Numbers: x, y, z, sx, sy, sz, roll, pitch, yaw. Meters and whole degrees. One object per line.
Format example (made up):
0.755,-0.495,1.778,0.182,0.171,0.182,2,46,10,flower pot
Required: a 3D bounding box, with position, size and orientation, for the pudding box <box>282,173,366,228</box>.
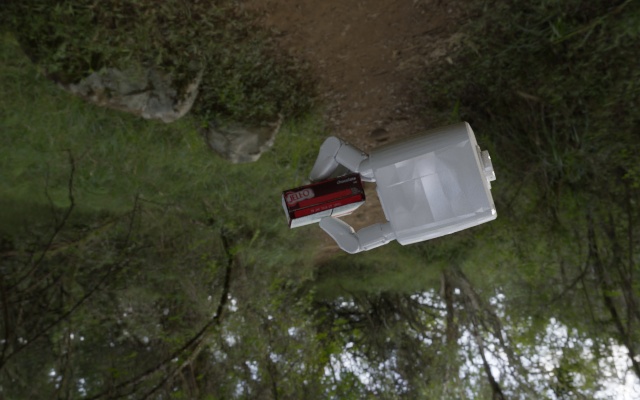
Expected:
0.000,0.002,0.576,0.090,0.039,0.113,-14,-8,-7,pudding box
